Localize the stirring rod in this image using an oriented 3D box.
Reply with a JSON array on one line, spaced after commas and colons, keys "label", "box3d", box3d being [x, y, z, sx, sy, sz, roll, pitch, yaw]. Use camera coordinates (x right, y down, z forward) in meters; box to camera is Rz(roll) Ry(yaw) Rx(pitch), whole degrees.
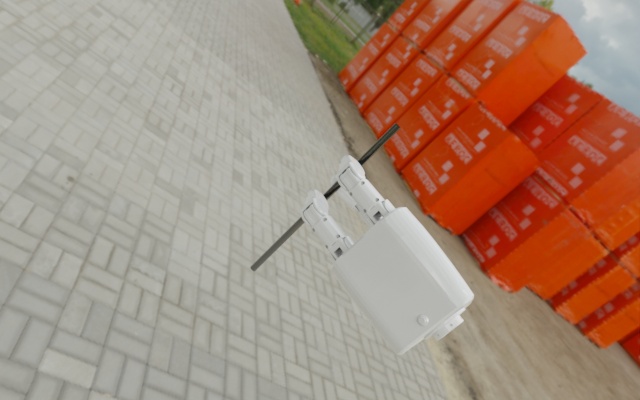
[{"label": "stirring rod", "box3d": [0.000, 0.002, 0.538, 0.239, 0.011, 0.011, -45, -17, 18]}]
